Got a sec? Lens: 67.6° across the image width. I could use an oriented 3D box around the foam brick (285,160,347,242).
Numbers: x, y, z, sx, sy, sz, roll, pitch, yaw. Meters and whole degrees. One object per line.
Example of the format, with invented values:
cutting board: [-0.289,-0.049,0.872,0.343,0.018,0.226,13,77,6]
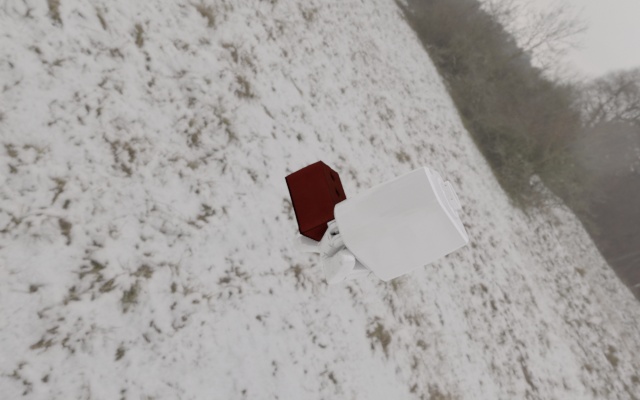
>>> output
foam brick: [0.000,0.002,0.563,0.051,0.078,0.053,-27,-26,20]
